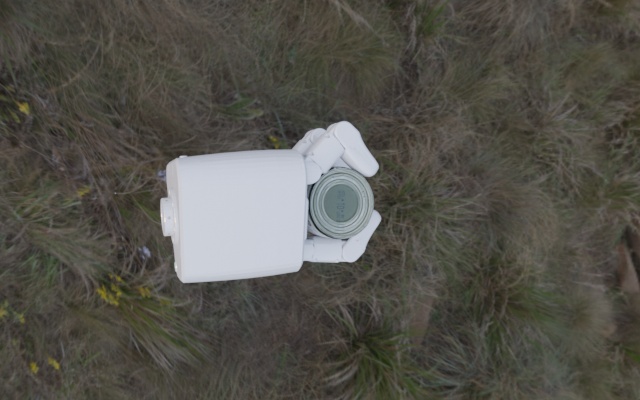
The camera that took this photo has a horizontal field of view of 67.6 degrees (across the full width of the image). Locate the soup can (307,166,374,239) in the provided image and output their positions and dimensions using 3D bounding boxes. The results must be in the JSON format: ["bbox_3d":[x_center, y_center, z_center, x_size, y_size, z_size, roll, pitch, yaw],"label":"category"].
[{"bbox_3d":[0.001,0.002,0.476,0.068,0.068,0.102,0,1,-23],"label":"soup can"}]
